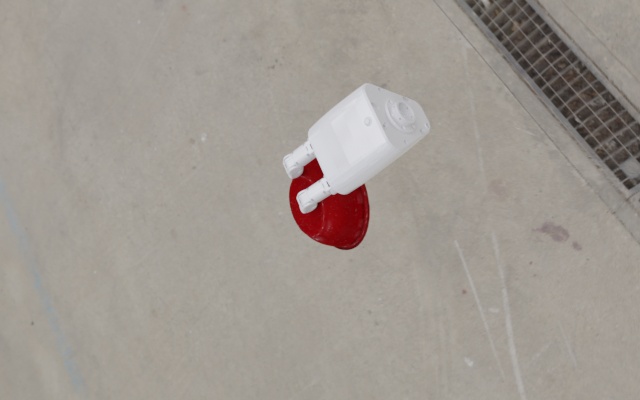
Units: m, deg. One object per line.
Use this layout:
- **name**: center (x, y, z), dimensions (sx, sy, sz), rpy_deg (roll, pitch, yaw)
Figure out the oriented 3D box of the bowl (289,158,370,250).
- **bowl**: center (-0.001, 0.003, 0.706), dimensions (0.055, 0.162, 0.162), rpy_deg (-16, 8, -33)
